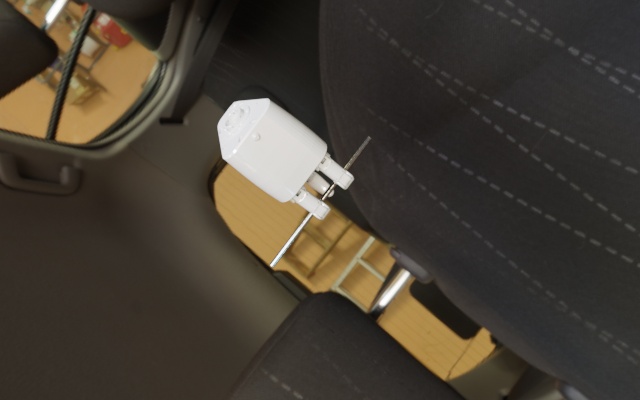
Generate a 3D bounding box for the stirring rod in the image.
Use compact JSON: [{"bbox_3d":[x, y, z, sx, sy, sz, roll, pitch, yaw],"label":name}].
[{"bbox_3d":[0.000,0.002,0.711,0.011,0.239,0.011,37,2,-1],"label":"stirring rod"}]
